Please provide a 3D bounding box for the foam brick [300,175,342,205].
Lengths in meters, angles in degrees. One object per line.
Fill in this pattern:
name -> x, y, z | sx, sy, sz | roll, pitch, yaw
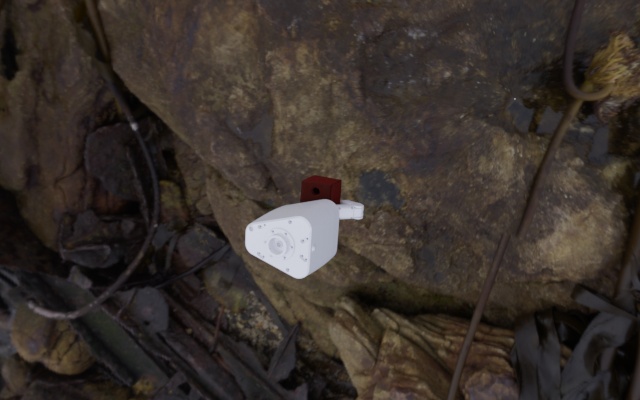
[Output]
foam brick -> 0.000, 0.002, 0.789 | 0.053, 0.078, 0.051 | 9, 14, 21
